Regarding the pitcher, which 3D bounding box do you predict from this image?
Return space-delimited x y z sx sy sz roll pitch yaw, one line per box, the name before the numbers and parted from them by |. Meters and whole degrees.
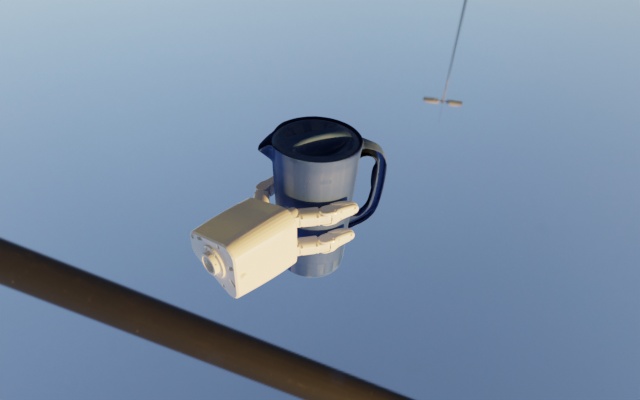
pitcher | 0.000 0.002 0.746 0.149 0.243 0.145 30 45 32
